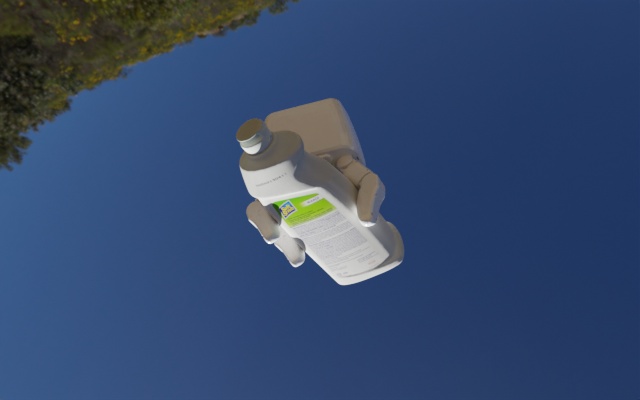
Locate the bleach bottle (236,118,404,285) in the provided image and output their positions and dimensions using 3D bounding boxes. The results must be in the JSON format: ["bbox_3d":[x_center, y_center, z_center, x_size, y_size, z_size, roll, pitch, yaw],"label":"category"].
[{"bbox_3d":[0.000,0.002,0.523,0.102,0.068,0.251,-26,-45,15],"label":"bleach bottle"}]
